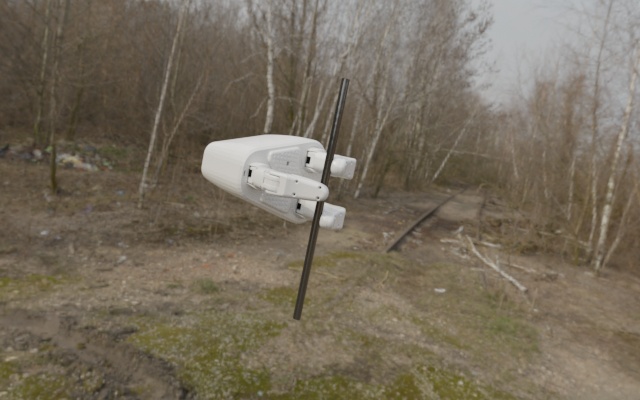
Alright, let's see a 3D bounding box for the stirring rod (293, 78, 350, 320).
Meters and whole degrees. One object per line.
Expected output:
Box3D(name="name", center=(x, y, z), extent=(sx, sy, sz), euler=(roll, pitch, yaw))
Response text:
Box3D(name="stirring rod", center=(0.000, 0.002, 0.468), extent=(0.011, 0.239, 0.011), euler=(11, 6, -1))
